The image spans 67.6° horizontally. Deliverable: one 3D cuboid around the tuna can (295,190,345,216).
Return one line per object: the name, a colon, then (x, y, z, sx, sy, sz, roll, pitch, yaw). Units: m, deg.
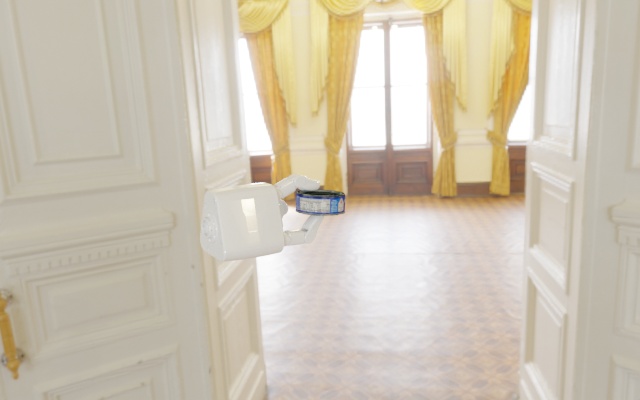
tuna can: (0.000, 0.002, 0.817, 0.086, 0.034, 0.086, 2, 8, 0)
